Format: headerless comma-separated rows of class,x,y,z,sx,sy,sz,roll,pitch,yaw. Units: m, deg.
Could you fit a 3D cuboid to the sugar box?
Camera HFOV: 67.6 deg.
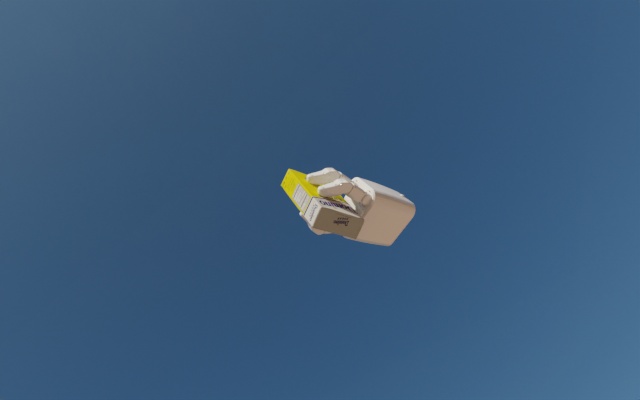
sugar box,0.000,0.002,0.862,0.093,0.048,0.176,16,14,-30
